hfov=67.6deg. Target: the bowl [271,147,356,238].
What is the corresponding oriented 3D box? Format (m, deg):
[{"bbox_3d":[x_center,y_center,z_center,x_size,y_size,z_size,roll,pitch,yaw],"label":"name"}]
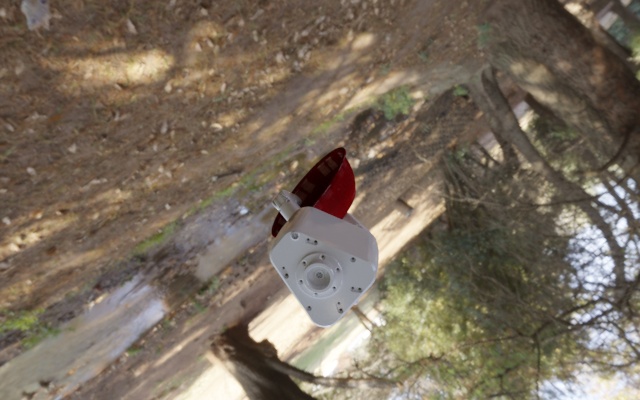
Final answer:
[{"bbox_3d":[0.001,0.002,0.689,0.055,0.162,0.162,38,-12,-15],"label":"bowl"}]
